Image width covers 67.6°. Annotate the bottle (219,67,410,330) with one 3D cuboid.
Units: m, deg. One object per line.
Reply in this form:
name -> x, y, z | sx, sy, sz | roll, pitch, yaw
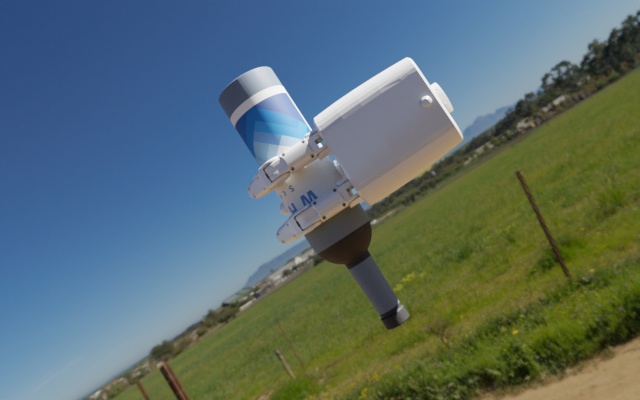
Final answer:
bottle -> 0.000, 0.001, 0.498 | 0.069, 0.295, 0.069 | -33, -4, -2
